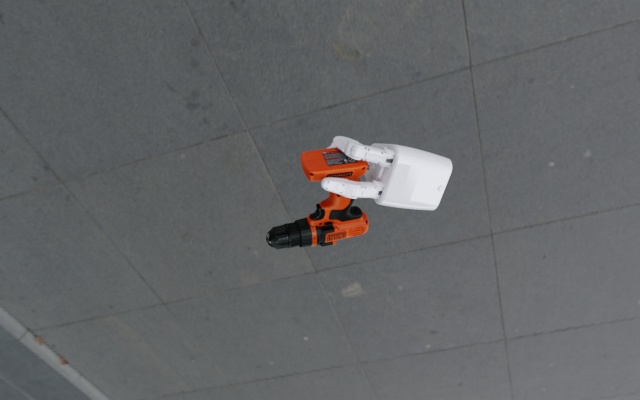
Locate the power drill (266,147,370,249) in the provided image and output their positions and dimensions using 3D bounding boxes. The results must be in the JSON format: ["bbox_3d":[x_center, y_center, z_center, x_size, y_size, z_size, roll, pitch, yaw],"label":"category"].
[{"bbox_3d":[0.000,0.002,0.794,0.184,0.188,0.057,-11,47,-17],"label":"power drill"}]
